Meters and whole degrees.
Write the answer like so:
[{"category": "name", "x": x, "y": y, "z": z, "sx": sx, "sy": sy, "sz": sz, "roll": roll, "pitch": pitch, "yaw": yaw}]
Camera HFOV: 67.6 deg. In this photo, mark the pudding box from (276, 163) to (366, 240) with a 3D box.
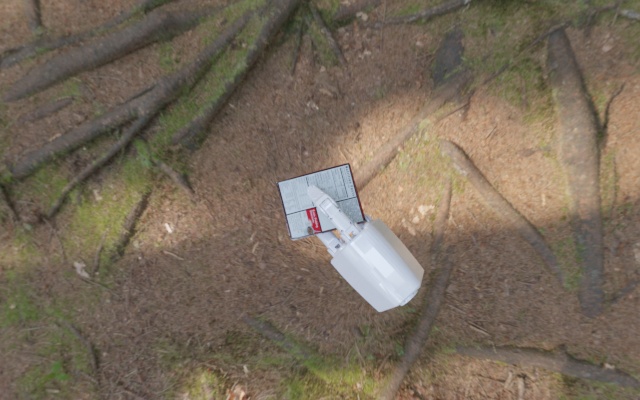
[{"category": "pudding box", "x": 0.000, "y": 0.002, "z": 0.697, "sx": 0.113, "sy": 0.090, "sz": 0.039, "roll": -14, "pitch": -5, "yaw": 0}]
